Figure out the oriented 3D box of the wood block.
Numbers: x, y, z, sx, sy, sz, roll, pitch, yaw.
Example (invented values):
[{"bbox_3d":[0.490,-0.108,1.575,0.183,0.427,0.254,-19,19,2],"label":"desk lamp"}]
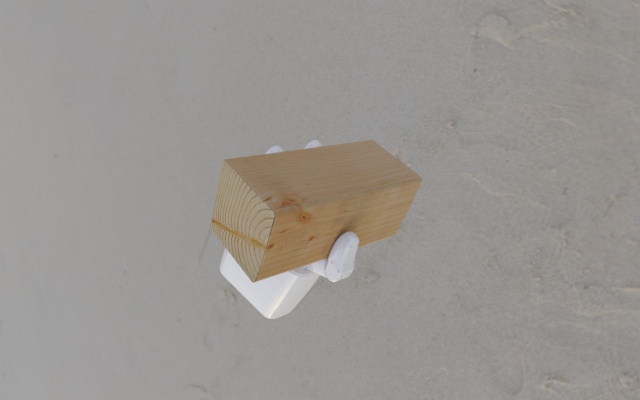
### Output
[{"bbox_3d":[0.000,0.002,0.516,0.206,0.090,0.090,-14,46,-40],"label":"wood block"}]
